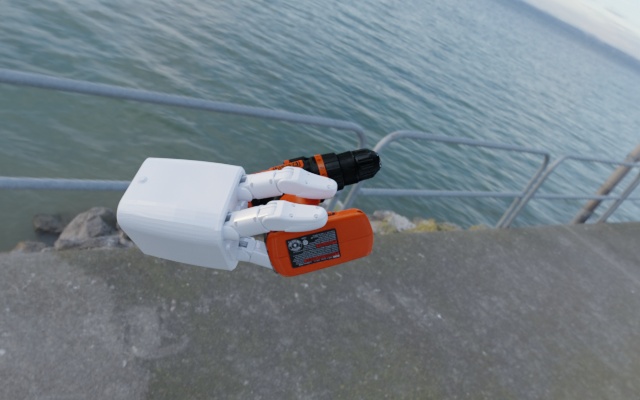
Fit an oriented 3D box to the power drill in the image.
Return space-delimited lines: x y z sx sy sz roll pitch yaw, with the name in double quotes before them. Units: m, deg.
"power drill" 0.000 0.002 0.547 0.184 0.057 0.187 -16 27 -3
